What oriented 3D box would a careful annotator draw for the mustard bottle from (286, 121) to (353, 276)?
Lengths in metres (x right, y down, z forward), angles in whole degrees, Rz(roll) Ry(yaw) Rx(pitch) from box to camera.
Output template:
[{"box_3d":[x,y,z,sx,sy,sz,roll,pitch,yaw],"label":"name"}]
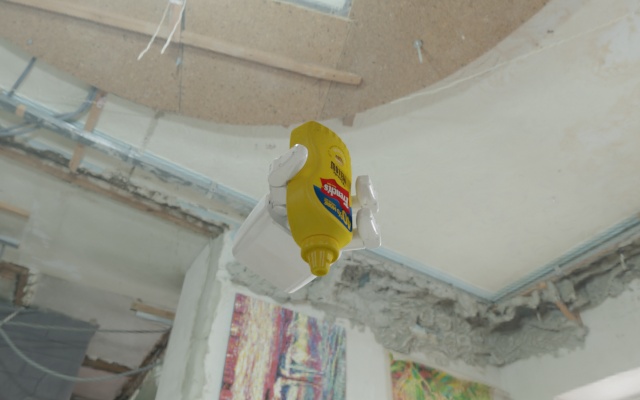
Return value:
[{"box_3d":[0.000,0.001,0.548,0.058,0.191,0.096,-22,-47,25],"label":"mustard bottle"}]
